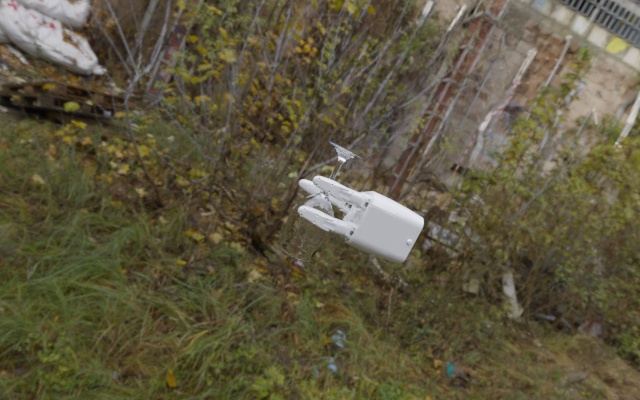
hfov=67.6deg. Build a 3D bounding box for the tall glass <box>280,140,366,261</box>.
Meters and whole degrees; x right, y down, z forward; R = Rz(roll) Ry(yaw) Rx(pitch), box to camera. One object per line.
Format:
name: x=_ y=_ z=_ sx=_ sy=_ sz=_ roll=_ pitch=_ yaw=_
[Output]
tall glass: x=0.000 y=0.002 z=0.816 sx=0.079 sy=0.201 sz=0.079 roll=26 pitch=9 yaw=-4
